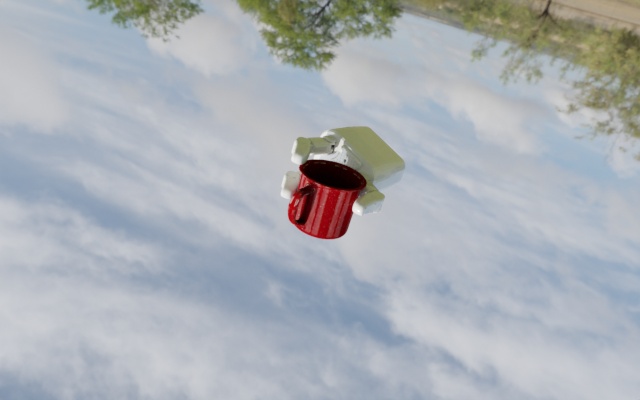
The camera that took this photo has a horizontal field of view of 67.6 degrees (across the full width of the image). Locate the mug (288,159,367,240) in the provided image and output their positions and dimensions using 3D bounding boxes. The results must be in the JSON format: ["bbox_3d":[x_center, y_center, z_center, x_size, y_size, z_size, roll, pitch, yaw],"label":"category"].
[{"bbox_3d":[-0.001,0.003,0.641,0.093,0.081,0.117,31,30,28],"label":"mug"}]
